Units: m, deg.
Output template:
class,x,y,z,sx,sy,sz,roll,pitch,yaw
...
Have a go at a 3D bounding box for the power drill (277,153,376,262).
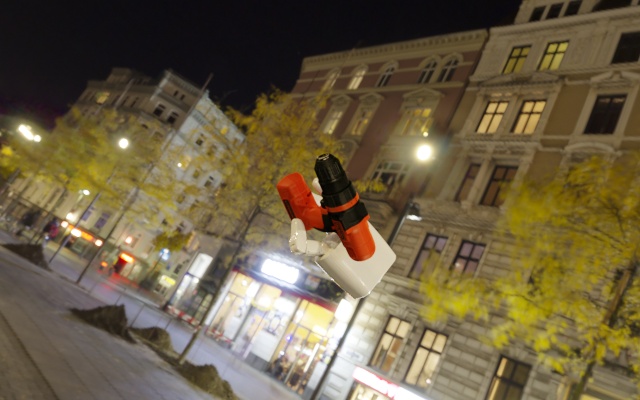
class,x,y,z,sx,sy,sz,roll,pitch,yaw
power drill,0.000,0.003,0.780,0.057,0.184,0.187,-32,24,-23
